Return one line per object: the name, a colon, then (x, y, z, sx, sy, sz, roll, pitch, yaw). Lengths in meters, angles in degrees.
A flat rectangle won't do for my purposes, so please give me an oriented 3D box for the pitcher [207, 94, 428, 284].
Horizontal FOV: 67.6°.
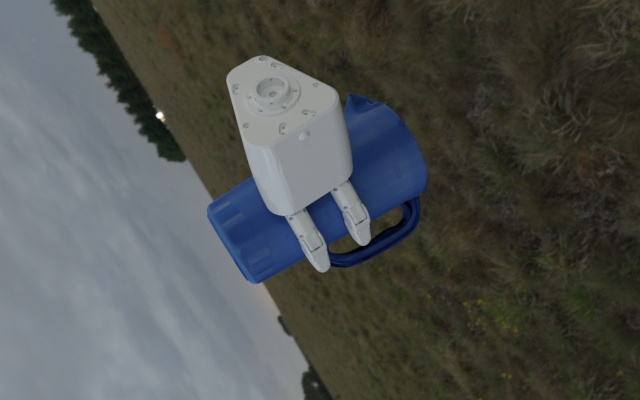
pitcher: (0.000, 0.002, 0.570, 0.243, 0.149, 0.145, -32, -31, -11)
